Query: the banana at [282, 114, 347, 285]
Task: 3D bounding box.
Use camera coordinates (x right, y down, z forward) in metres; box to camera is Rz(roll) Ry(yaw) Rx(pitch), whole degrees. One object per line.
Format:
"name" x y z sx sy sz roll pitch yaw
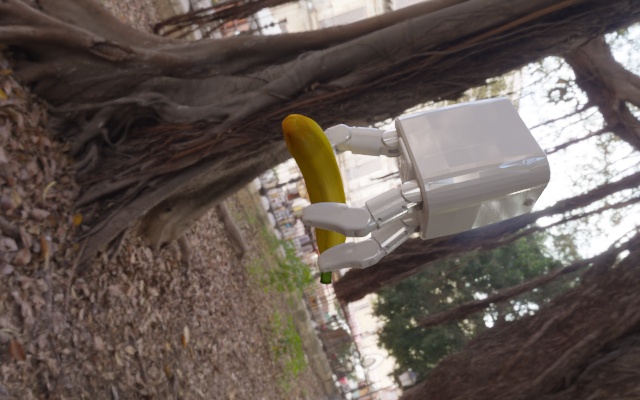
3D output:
"banana" 0.002 -0.008 0.445 0.037 0.198 0.069 -6 41 9
